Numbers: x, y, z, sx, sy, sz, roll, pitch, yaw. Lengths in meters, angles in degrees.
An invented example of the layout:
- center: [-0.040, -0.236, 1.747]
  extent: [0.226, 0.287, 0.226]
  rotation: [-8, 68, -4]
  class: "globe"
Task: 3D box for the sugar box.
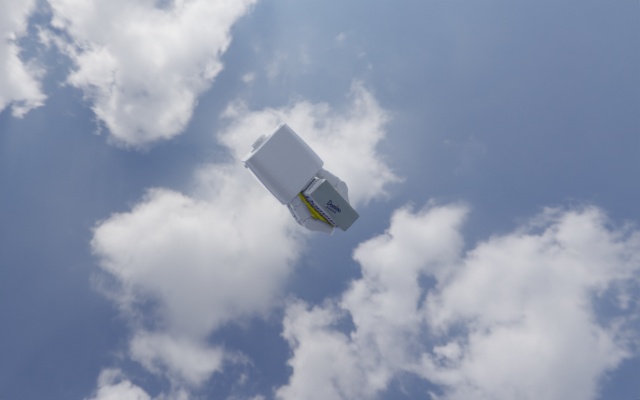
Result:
- center: [0.000, 0.003, 0.894]
  extent: [0.048, 0.093, 0.176]
  rotation: [-45, 14, -7]
  class: "sugar box"
